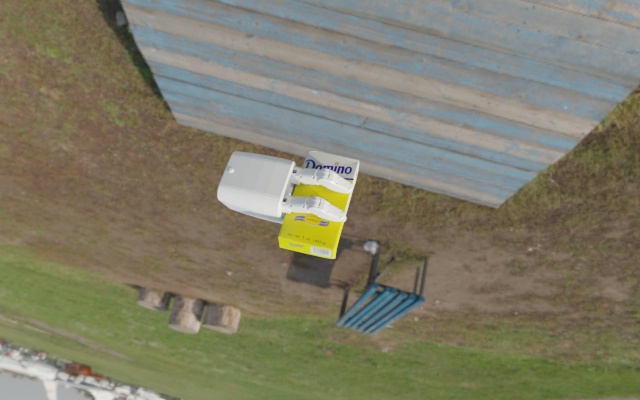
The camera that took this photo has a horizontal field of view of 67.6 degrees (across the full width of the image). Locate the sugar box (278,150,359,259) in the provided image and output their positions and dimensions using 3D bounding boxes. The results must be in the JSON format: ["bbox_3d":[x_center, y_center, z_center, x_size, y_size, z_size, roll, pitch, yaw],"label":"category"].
[{"bbox_3d":[0.000,0.002,0.787,0.093,0.176,0.048,13,-27,7],"label":"sugar box"}]
